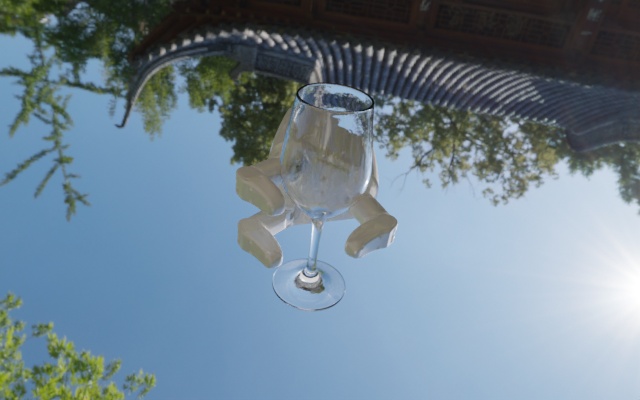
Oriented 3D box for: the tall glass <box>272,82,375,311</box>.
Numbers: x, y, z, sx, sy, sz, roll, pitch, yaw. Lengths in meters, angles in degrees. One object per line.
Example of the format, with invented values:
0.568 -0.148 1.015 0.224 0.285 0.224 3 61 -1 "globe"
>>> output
0.000 0.002 0.427 0.079 0.201 0.079 6 34 -4 "tall glass"
